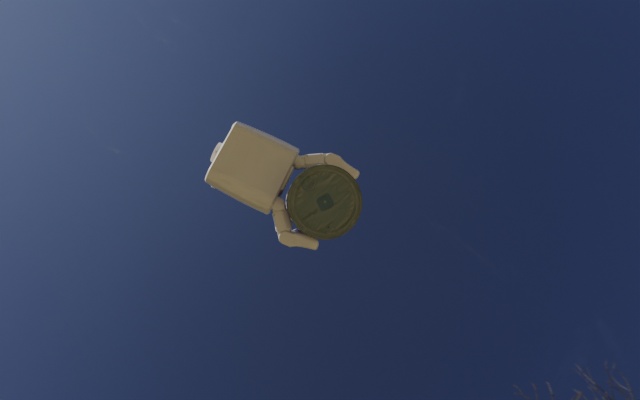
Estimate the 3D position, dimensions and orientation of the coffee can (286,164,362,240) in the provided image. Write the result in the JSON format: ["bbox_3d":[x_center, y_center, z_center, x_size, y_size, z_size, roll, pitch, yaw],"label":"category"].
[{"bbox_3d":[0.000,0.002,0.715,0.103,0.103,0.140,0,0,-5],"label":"coffee can"}]
